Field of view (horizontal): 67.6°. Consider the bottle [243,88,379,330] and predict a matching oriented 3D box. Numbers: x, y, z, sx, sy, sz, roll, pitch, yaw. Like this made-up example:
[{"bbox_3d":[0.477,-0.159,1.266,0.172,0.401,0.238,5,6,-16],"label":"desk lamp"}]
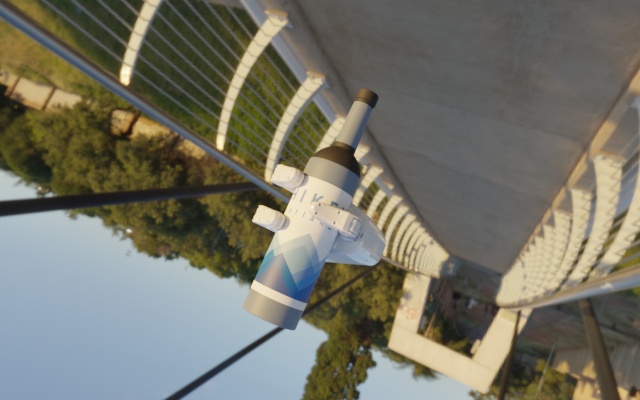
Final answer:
[{"bbox_3d":[0.000,0.002,0.566,0.069,0.295,0.069,24,-8,4],"label":"bottle"}]
